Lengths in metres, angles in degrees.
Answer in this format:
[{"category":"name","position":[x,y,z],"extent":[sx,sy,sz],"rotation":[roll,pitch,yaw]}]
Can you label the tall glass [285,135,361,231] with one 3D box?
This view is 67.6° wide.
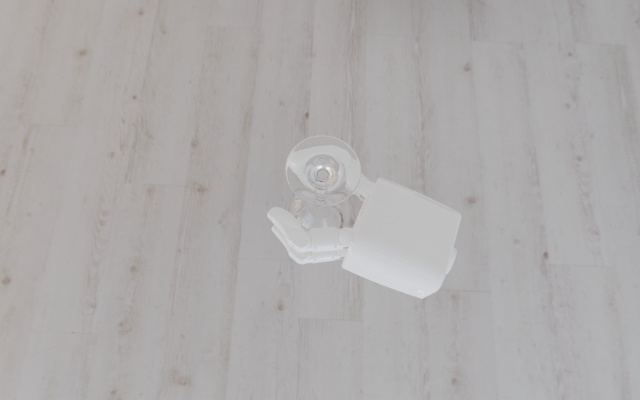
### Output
[{"category":"tall glass","position":[0.000,0.001,0.556],"extent":[0.079,0.079,0.201],"rotation":[0,-18,-2]}]
